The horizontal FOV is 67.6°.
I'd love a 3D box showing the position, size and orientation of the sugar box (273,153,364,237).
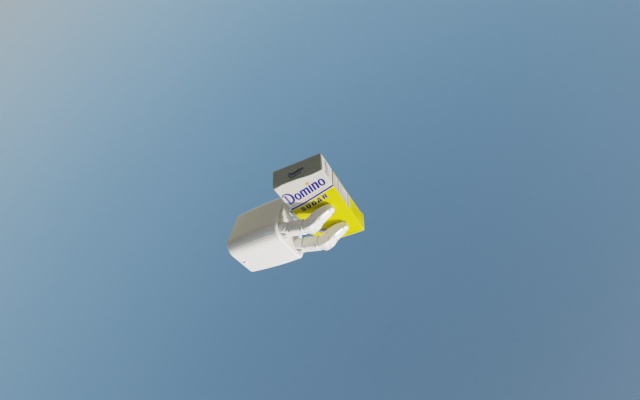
[{"bbox_3d":[0.000,0.003,0.829,0.093,0.048,0.176,-20,-42,19],"label":"sugar box"}]
